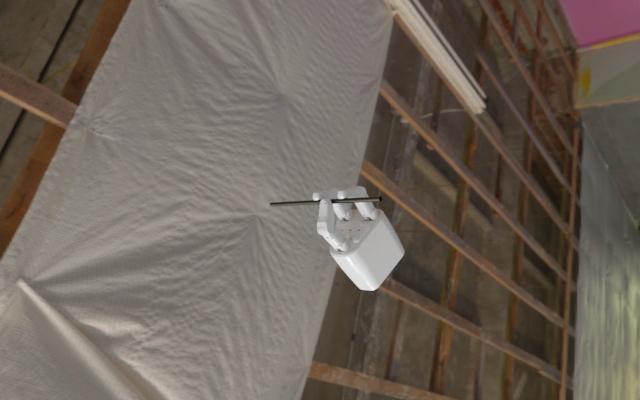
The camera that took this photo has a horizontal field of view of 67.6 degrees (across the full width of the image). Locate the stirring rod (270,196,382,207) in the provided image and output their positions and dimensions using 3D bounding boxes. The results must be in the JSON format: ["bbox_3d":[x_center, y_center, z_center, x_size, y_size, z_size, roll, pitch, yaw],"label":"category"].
[{"bbox_3d":[0.000,0.003,0.803,0.239,0.011,0.011,-3,-2,41],"label":"stirring rod"}]
